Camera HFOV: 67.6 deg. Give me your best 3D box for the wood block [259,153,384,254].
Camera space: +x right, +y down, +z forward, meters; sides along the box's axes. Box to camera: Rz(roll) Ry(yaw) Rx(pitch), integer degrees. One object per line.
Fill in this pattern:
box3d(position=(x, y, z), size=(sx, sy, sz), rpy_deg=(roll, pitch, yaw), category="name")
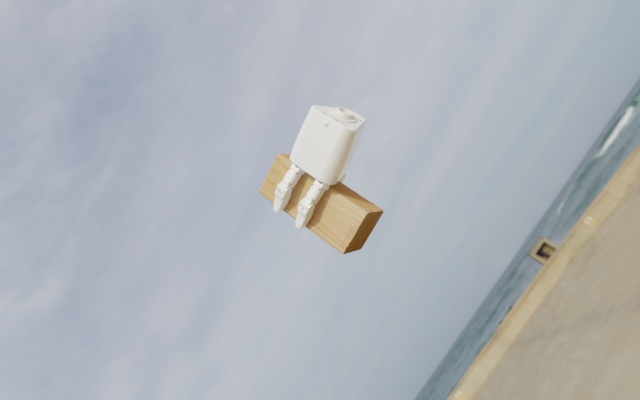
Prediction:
box3d(position=(0.000, 0.003, 0.893), size=(0.206, 0.090, 0.091), rpy_deg=(35, 16, 22), category="wood block")
